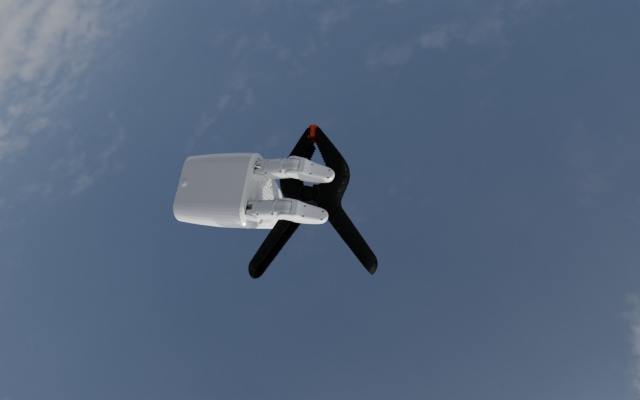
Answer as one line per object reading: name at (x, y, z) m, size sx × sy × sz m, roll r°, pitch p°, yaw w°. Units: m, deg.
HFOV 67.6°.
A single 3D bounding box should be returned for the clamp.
clamp at (0.000, 0.002, 0.609) m, size 0.164 × 0.210 × 0.036 m, roll 2°, pitch -19°, yaw 20°
